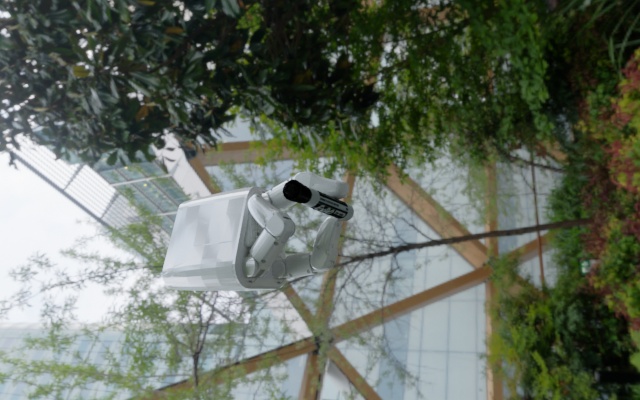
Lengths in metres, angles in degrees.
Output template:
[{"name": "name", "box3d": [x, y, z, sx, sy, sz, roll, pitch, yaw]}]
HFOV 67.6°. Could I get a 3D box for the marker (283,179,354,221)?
[{"name": "marker", "box3d": [0.000, 0.001, 0.457, 0.020, 0.020, 0.121, 0, -11, 27]}]
